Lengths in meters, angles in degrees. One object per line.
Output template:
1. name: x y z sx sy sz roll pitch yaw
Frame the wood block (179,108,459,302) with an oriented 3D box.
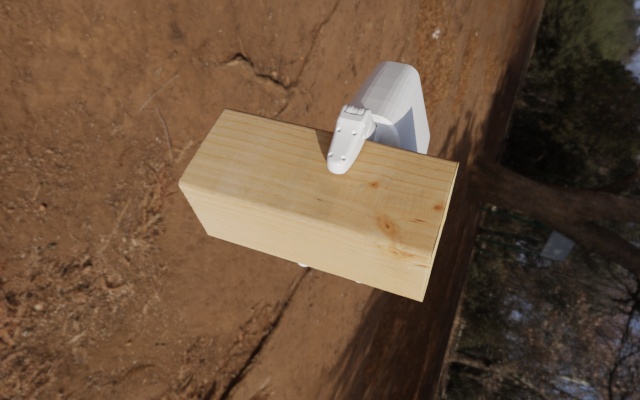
1. wood block: 0.000 0.001 0.410 0.206 0.090 0.091 15 -31 15
